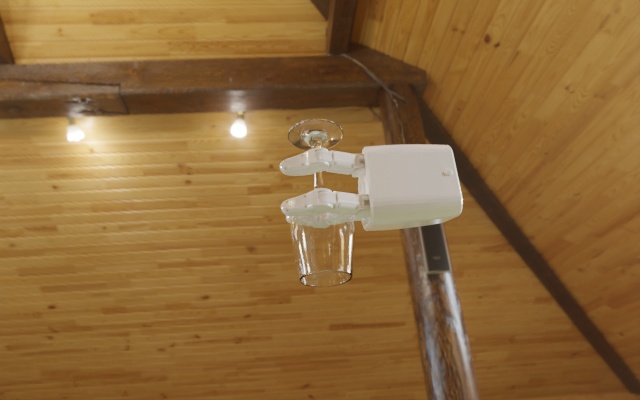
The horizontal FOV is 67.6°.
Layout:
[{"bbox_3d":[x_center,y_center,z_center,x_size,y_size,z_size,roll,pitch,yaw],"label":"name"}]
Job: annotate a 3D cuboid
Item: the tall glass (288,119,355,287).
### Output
[{"bbox_3d":[0.000,0.001,0.594,0.079,0.201,0.079,-3,-26,-2],"label":"tall glass"}]
